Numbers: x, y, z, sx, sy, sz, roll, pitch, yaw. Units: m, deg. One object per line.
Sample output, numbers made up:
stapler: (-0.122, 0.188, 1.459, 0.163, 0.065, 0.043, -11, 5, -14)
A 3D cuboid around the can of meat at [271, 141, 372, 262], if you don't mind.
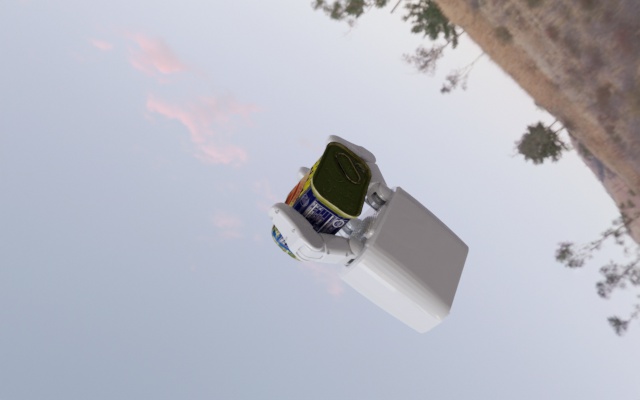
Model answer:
can of meat: (0.000, 0.002, 0.486, 0.057, 0.084, 0.102, 36, 35, -10)
